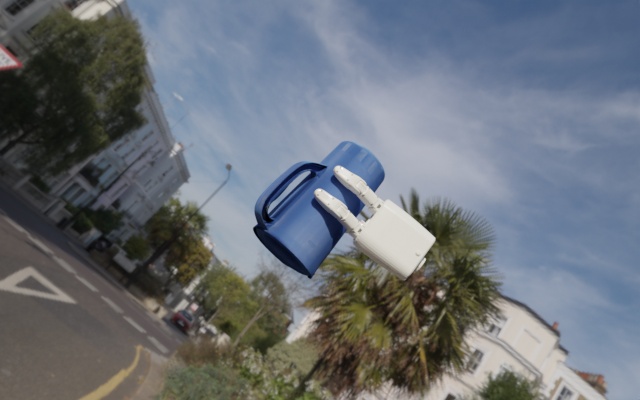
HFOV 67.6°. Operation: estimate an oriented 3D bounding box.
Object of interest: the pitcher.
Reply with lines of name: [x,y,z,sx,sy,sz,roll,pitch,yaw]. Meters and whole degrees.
pitcher: [0.000,0.003,0.846,0.145,0.242,0.149,38,-18,9]
